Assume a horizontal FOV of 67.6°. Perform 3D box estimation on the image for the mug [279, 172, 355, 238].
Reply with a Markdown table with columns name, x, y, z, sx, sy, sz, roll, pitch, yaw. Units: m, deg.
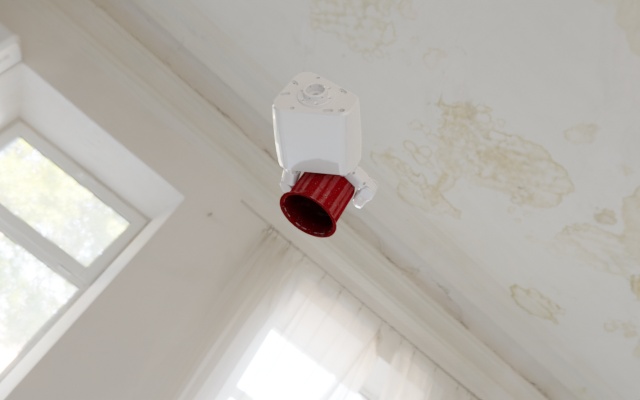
| name | x | y | z | sx | sy | sz | roll | pitch | yaw |
| --- | --- | --- | --- | --- | --- | --- | --- | --- | --- |
| mug | 0.000 | 0.003 | 0.717 | 0.093 | 0.081 | 0.117 | 20 | -36 | 20 |
